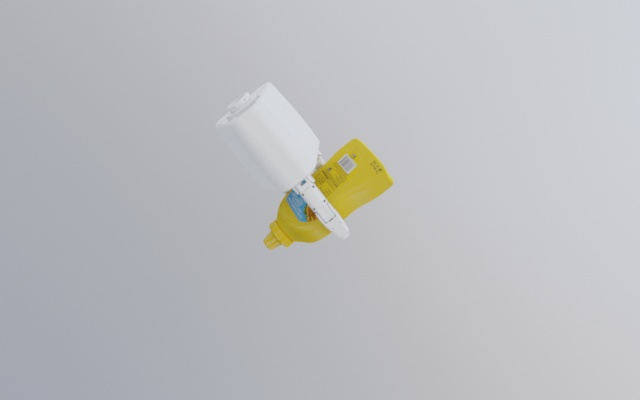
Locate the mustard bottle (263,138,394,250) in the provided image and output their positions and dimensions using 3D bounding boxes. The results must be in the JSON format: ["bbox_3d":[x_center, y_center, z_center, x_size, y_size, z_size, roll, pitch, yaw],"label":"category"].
[{"bbox_3d":[0.000,0.002,0.653,0.058,0.191,0.096,48,5,-44],"label":"mustard bottle"}]
